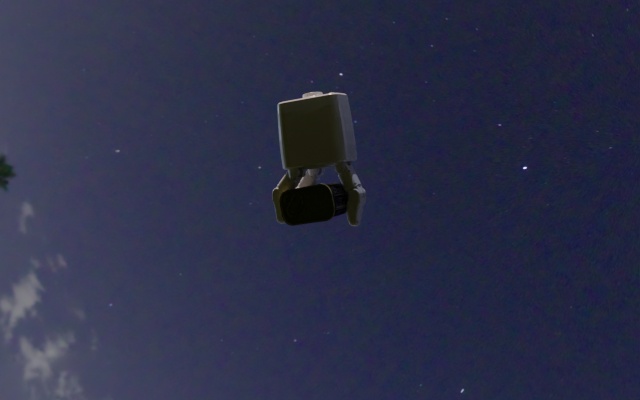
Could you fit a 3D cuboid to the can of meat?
[{"bbox_3d":[0.000,0.003,0.768,0.102,0.057,0.084,-10,1,35],"label":"can of meat"}]
